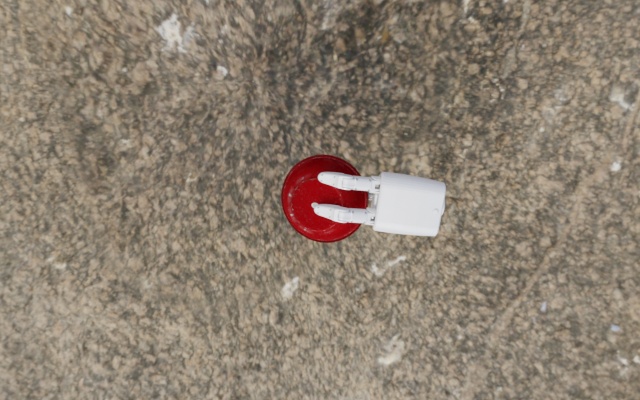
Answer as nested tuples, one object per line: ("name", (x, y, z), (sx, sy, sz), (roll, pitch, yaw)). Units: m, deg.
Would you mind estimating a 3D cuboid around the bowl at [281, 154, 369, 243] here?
("bowl", (-0.001, 0.003, 0.831), (0.162, 0.162, 0.055), (0, 11, 14))
